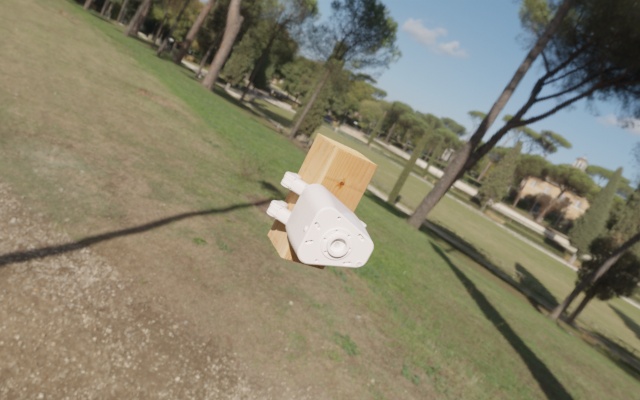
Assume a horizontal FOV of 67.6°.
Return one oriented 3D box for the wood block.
[{"bbox_3d":[0.001,0.003,0.831,0.091,0.206,0.090,21,14,-30],"label":"wood block"}]
